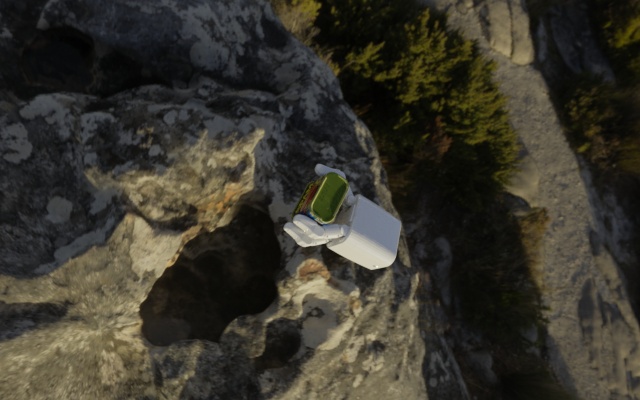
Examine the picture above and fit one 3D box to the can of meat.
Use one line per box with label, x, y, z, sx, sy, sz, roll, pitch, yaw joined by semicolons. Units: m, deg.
can of meat;0.000;0.003;0.880;0.057;0.102;0.084;34;-25;-14
